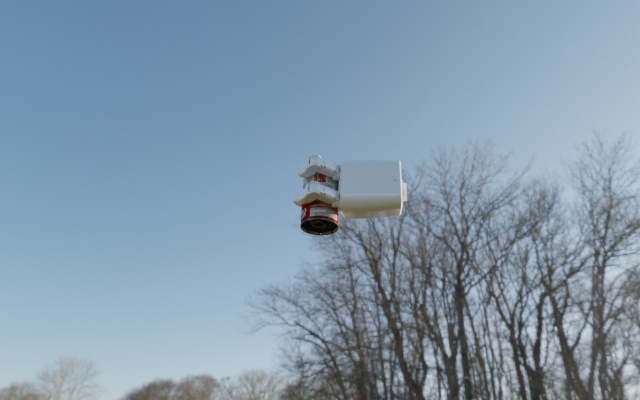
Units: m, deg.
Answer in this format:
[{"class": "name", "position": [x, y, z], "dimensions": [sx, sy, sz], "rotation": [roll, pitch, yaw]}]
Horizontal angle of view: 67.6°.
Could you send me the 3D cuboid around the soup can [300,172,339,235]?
[{"class": "soup can", "position": [0.000, 0.003, 0.858], "dimensions": [0.068, 0.102, 0.068], "rotation": [2, -28, 1]}]
